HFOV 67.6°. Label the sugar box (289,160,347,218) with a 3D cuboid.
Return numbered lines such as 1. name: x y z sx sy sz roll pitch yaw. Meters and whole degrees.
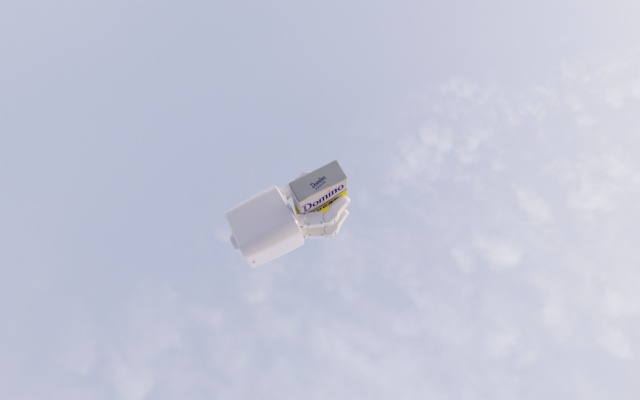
1. sugar box: 0.000 0.003 0.857 0.093 0.048 0.176 -27 -20 -8
